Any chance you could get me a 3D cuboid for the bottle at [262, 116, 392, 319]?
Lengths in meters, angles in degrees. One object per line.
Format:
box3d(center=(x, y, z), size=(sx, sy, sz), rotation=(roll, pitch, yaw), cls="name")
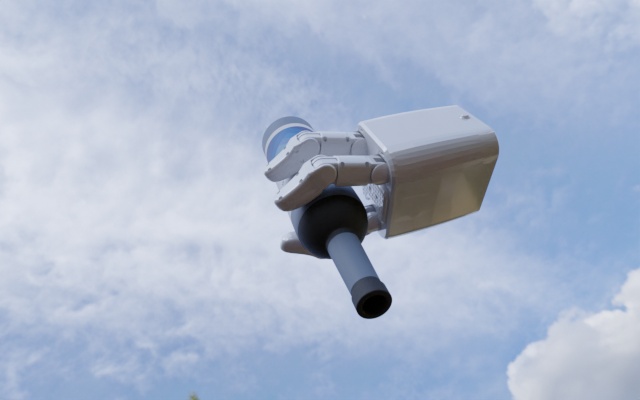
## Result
box3d(center=(0.000, 0.001, 0.460), size=(0.069, 0.069, 0.295), rotation=(0, 30, -18), cls="bottle")
